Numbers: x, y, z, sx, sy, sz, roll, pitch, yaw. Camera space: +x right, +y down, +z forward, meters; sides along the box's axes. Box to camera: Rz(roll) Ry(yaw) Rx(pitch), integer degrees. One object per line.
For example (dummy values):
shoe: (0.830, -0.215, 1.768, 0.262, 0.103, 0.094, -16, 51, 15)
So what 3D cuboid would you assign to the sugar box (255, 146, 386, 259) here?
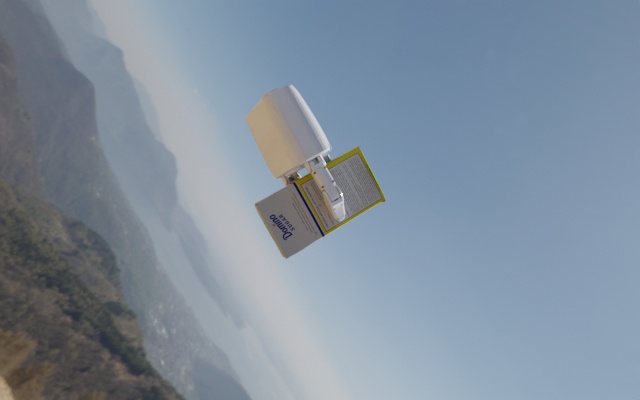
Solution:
sugar box: (0.000, 0.002, 0.709, 0.176, 0.093, 0.048, -29, 5, -10)
